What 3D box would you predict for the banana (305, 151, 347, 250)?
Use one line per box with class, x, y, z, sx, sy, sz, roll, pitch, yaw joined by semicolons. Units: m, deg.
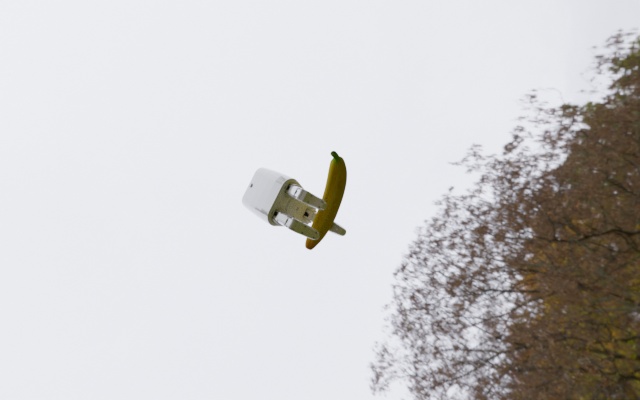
banana;0.013;-0.002;0.891;0.037;0.198;0.069;28;24;36
